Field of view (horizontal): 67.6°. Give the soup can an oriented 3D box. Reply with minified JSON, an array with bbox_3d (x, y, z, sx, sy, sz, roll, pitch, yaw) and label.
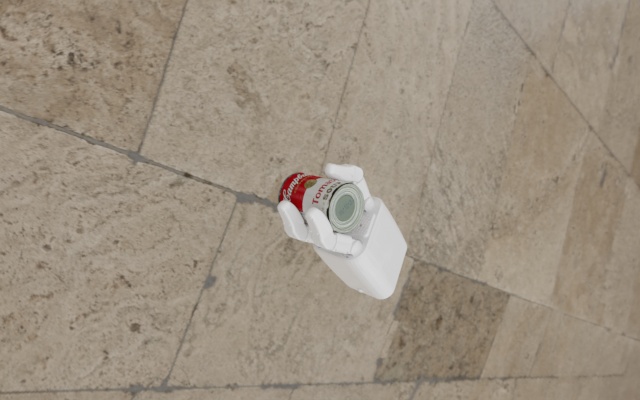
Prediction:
[{"bbox_3d":[0.000,0.002,0.643,0.068,0.068,0.102,0,10,-43],"label":"soup can"}]
